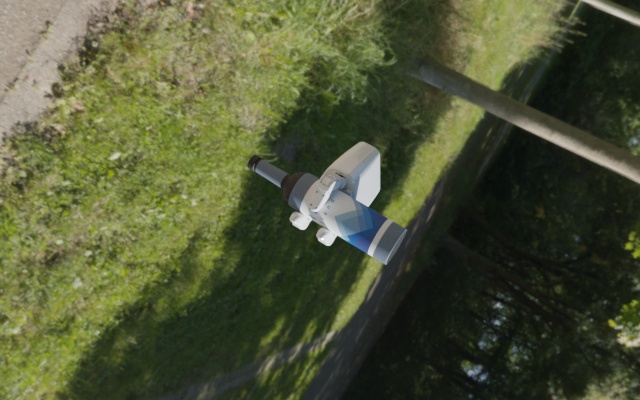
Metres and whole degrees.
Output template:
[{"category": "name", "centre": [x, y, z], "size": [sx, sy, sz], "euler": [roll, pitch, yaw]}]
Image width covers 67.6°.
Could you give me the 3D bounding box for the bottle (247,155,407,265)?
[{"category": "bottle", "centre": [0.000, 0.003, 0.806], "size": [0.295, 0.069, 0.069], "euler": [31, 9, 16]}]
